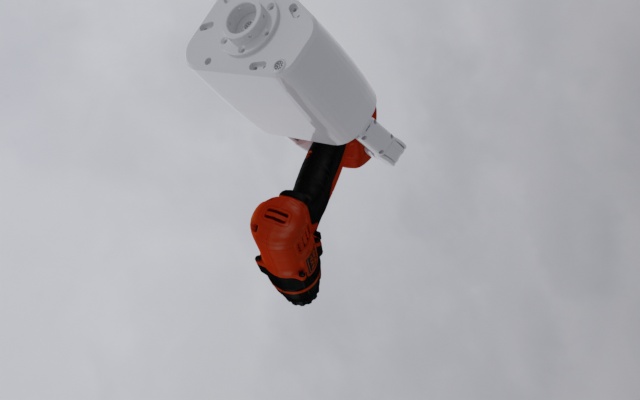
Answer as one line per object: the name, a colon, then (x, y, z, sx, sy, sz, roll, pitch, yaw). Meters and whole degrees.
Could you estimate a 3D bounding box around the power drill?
power drill: (0.000, 0.001, 0.471, 0.057, 0.187, 0.184, 17, -26, 12)
